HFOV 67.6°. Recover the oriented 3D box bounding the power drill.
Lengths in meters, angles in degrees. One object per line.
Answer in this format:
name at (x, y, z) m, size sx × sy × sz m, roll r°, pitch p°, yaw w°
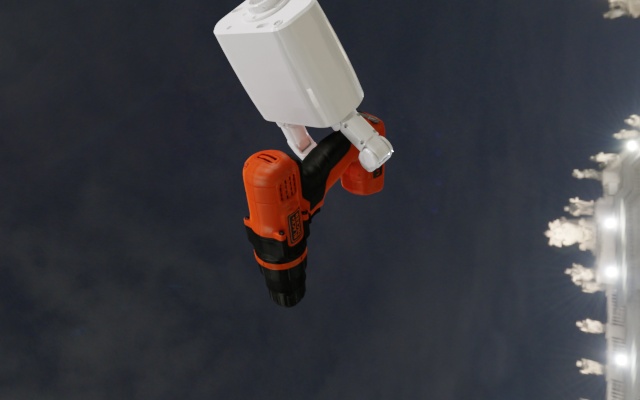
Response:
power drill at (0.000, 0.001, 0.505) m, size 0.057 × 0.185 × 0.187 m, roll 21°, pitch 44°, yaw 28°
